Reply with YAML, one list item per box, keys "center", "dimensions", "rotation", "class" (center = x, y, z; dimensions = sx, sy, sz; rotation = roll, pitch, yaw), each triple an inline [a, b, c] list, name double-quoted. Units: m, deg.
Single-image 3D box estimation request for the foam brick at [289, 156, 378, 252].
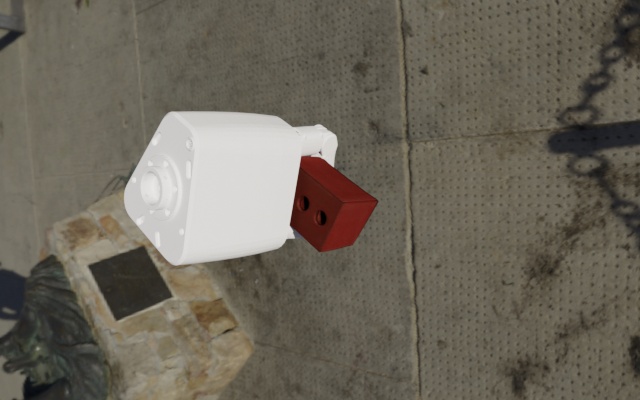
- center: [0.000, 0.001, 0.430]
  dimensions: [0.078, 0.053, 0.051]
  rotation: [39, 26, 29]
  class: "foam brick"
